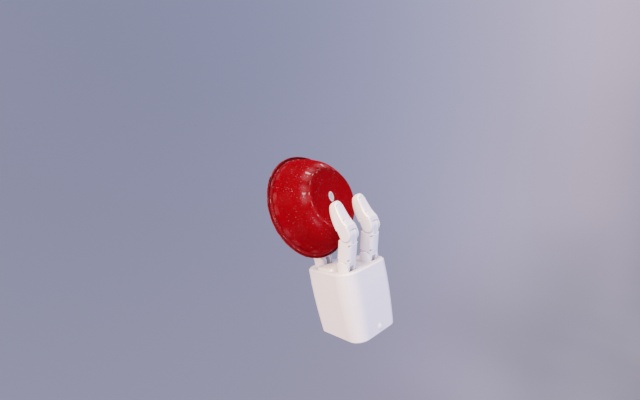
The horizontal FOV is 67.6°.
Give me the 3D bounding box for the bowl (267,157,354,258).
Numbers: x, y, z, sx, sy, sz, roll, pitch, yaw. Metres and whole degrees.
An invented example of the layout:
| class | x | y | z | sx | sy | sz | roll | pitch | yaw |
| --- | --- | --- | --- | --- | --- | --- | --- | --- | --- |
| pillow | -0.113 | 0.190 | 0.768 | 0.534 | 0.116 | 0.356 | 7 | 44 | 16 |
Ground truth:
| class | x | y | z | sx | sy | sz | roll | pitch | yaw |
| --- | --- | --- | --- | --- | --- | --- | --- | --- | --- |
| bowl | 0.000 | 0.001 | 0.713 | 0.162 | 0.162 | 0.055 | 0 | -16 | -44 |
